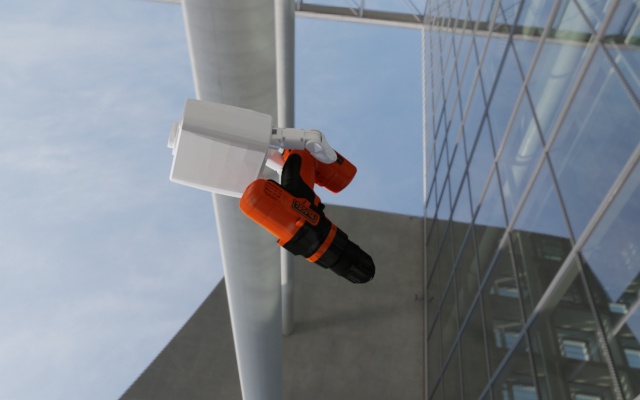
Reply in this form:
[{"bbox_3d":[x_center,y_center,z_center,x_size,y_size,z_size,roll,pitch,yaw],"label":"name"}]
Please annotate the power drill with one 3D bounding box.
[{"bbox_3d":[0.000,0.002,0.611,0.184,0.057,0.187,37,31,-15],"label":"power drill"}]
